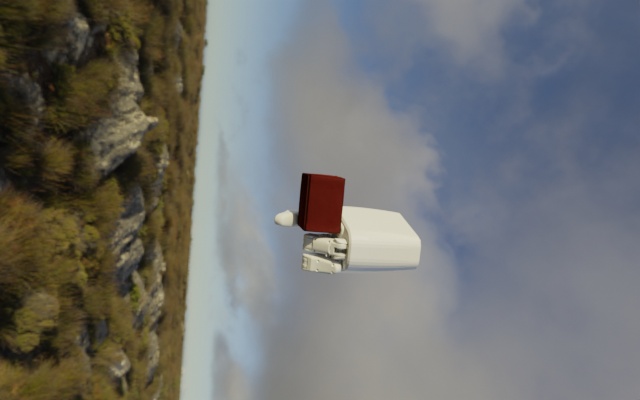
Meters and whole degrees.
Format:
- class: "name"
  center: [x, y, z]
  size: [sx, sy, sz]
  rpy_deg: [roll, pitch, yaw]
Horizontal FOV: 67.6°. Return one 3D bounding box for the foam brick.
- class: "foam brick"
  center: [0.000, 0.002, 0.660]
  size: [0.051, 0.078, 0.053]
  rpy_deg: [4, 6, -13]
